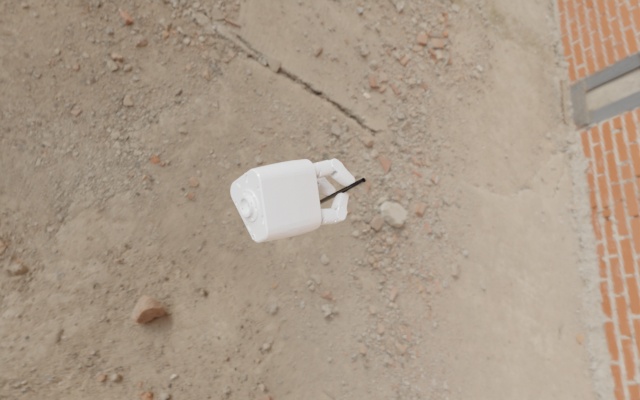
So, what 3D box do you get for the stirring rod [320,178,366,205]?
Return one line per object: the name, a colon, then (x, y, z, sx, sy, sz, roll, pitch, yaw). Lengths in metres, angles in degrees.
stirring rod: (0.000, 0.003, 0.867, 0.011, 0.011, 0.239, 0, -18, -38)
